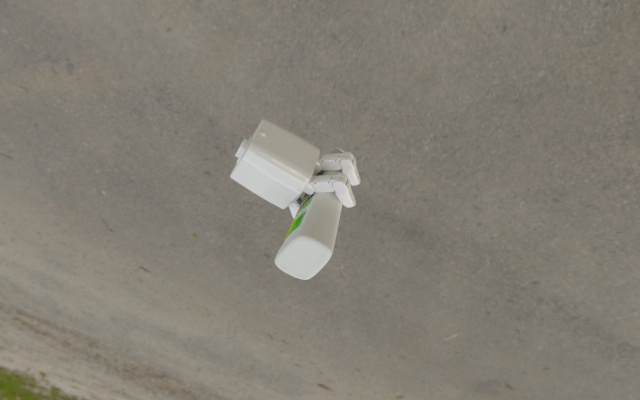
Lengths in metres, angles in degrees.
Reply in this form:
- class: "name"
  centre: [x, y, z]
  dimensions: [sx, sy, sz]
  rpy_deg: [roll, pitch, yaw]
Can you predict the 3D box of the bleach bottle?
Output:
- class: "bleach bottle"
  centre: [0.000, 0.003, 0.790]
  dimensions: [0.068, 0.250, 0.103]
  rpy_deg: [29, -46, -12]
